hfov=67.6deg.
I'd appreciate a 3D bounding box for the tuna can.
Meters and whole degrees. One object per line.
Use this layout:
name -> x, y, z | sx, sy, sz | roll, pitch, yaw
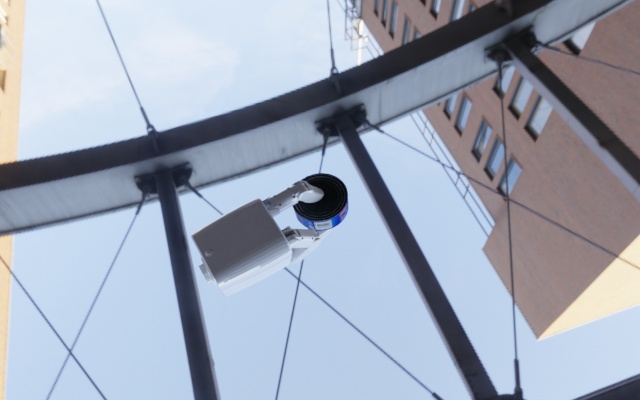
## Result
tuna can -> 0.000, 0.003, 0.723 | 0.086, 0.086, 0.034 | 0, -32, 7
